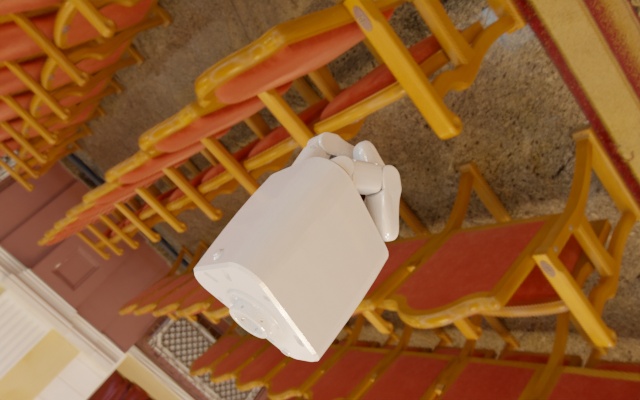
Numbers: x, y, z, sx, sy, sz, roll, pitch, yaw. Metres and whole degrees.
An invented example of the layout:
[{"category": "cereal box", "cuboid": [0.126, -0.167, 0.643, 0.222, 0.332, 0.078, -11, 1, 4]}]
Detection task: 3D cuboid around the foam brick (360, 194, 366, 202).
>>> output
[{"category": "foam brick", "cuboid": [0.000, 0.002, 0.444, 0.078, 0.053, 0.051, -16, 31, 53]}]
